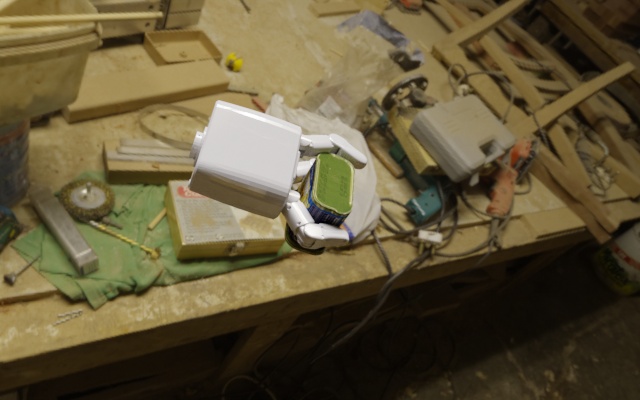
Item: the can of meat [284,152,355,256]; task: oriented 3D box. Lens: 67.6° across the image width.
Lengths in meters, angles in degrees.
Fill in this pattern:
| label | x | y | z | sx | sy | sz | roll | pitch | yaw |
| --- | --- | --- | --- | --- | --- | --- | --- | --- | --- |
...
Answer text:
| label | x | y | z | sx | sy | sz | roll | pitch | yaw |
| --- | --- | --- | --- | --- | --- | --- | --- | --- | --- |
| can of meat | 0.000 | 0.002 | 0.591 | 0.057 | 0.102 | 0.084 | 20 | -46 | -14 |
